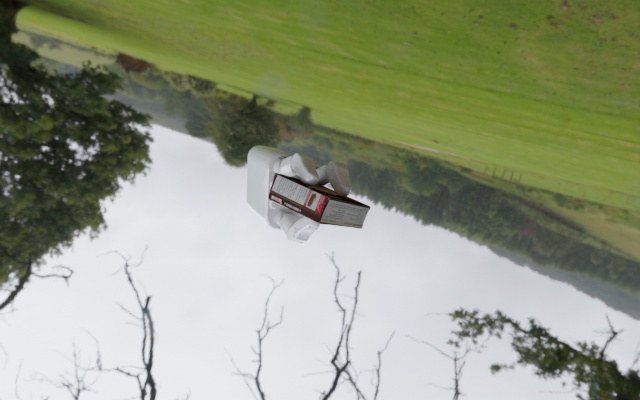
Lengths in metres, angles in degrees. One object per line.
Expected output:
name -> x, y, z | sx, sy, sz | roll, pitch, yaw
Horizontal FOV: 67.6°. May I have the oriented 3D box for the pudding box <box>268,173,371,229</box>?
pudding box -> 0.000, 0.002, 0.625 | 0.090, 0.039, 0.113 | 24, 8, 32
